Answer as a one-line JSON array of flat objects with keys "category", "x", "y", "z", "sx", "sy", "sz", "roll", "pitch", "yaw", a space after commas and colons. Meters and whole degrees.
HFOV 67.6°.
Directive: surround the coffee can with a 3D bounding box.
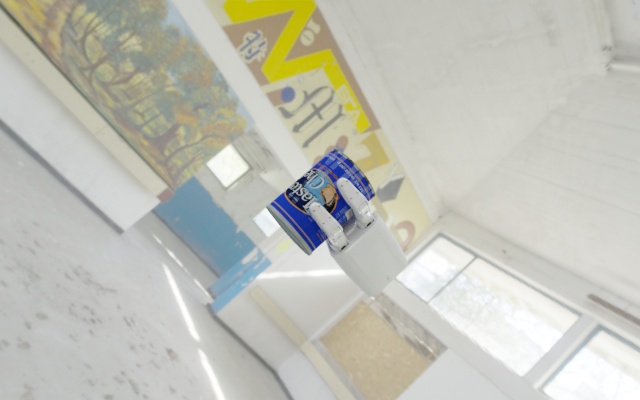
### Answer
[{"category": "coffee can", "x": 0.000, "y": 0.002, "z": 0.750, "sx": 0.140, "sy": 0.103, "sz": 0.103, "roll": -41, "pitch": 8, "yaw": -9}]
